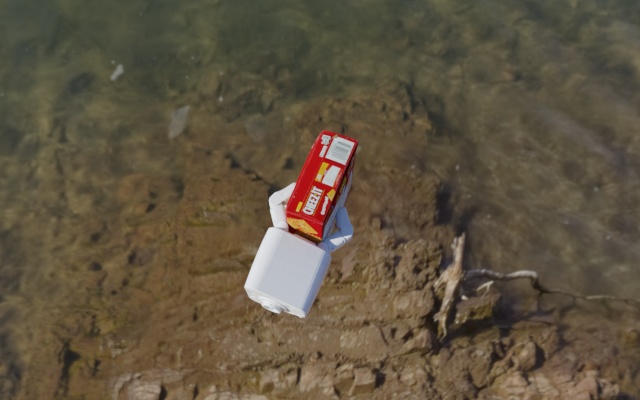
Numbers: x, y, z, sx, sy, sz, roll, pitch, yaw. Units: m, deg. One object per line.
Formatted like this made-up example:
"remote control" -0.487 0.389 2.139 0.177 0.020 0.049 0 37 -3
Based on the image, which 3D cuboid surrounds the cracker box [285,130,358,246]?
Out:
"cracker box" 0.000 0.003 0.844 0.072 0.164 0.214 20 -23 7
